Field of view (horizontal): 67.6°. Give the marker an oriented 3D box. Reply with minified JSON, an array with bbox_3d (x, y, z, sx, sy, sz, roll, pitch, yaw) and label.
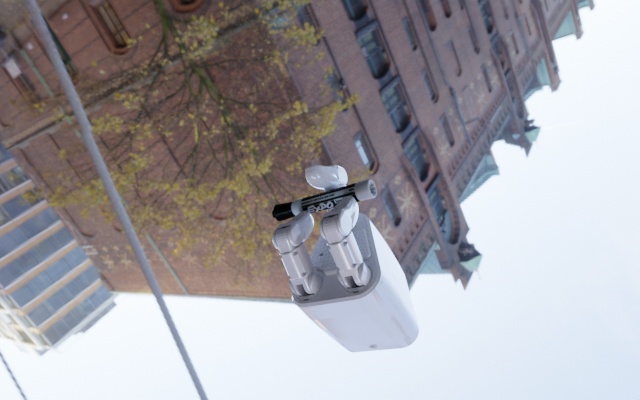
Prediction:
[{"bbox_3d":[0.000,0.002,0.491,0.121,0.020,0.020,-15,-8,30],"label":"marker"}]
